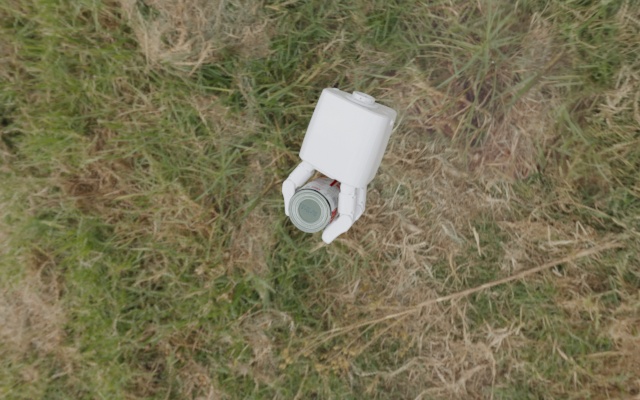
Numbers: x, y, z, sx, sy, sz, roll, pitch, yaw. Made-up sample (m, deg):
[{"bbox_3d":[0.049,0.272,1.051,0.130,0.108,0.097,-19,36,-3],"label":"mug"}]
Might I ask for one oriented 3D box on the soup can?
[{"bbox_3d":[0.000,0.003,0.726,0.068,0.068,0.102,0,15,20],"label":"soup can"}]
